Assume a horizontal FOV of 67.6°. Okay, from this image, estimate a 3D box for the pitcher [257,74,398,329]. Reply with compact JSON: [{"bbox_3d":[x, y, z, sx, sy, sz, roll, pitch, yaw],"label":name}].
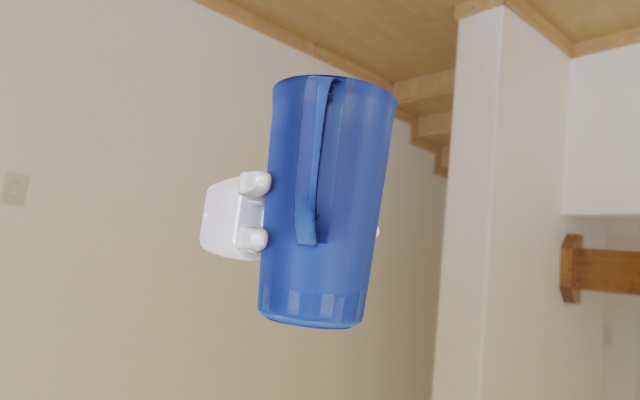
[{"bbox_3d":[0.000,0.002,0.487,0.149,0.243,0.145,12,-9,-37],"label":"pitcher"}]
